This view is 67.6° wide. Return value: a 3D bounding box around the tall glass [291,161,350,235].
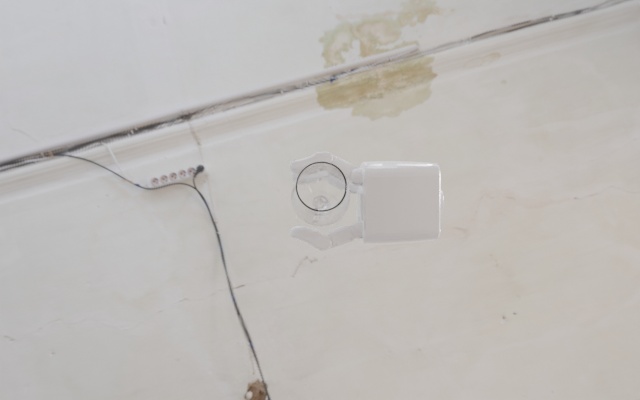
[{"bbox_3d":[0.000,0.002,0.666,0.079,0.079,0.201,0,-11,0],"label":"tall glass"}]
